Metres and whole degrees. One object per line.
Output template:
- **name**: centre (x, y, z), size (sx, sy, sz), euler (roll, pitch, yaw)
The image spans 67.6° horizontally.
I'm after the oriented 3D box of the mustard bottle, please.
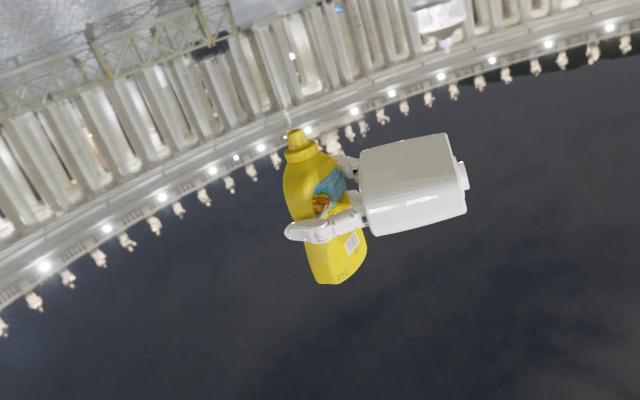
- **mustard bottle**: centre (0.000, 0.002, 0.595), size (0.058, 0.192, 0.096), euler (-4, 27, 35)
